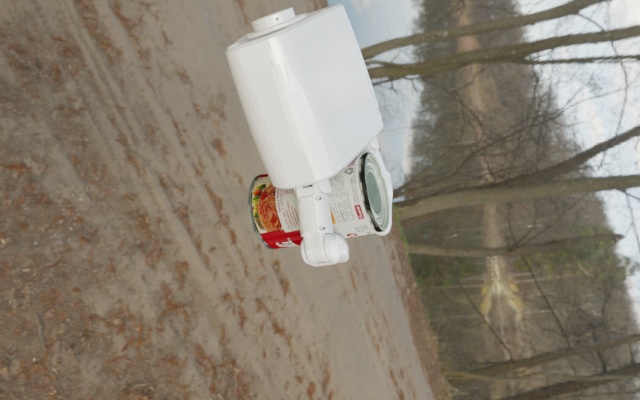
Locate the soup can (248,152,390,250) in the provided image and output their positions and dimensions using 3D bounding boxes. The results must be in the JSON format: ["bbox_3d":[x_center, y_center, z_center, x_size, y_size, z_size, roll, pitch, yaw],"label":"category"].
[{"bbox_3d":[0.000,0.002,0.404,0.102,0.068,0.068,-11,-4,21],"label":"soup can"}]
